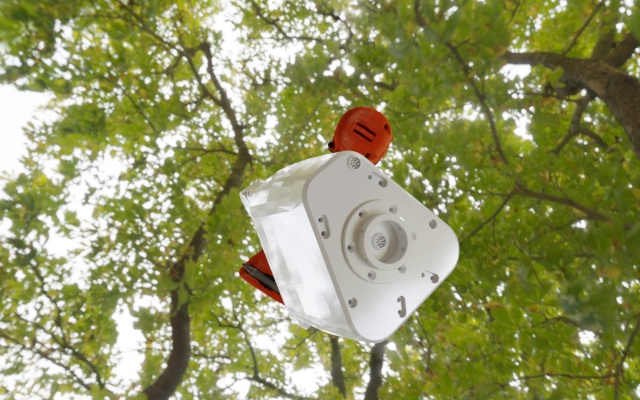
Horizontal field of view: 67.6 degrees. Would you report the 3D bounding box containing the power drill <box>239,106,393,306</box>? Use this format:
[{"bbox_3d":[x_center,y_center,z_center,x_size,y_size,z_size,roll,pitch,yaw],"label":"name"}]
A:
[{"bbox_3d":[0.000,0.002,0.466,0.057,0.187,0.184,31,1,3],"label":"power drill"}]
